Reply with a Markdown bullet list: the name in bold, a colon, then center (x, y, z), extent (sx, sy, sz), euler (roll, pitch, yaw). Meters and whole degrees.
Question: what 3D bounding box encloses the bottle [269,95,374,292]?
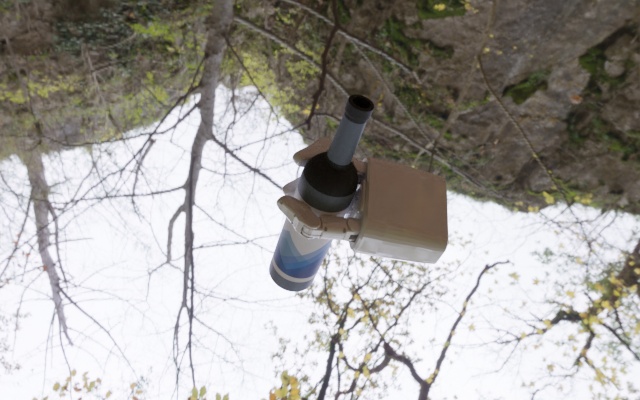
- **bottle**: center (0.000, 0.002, 0.575), extent (0.069, 0.069, 0.296), euler (0, -42, -22)
